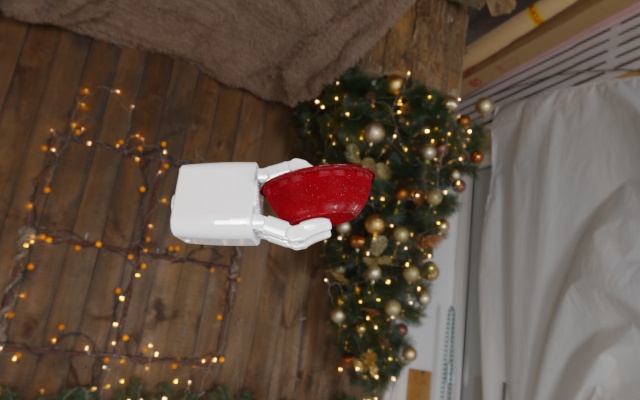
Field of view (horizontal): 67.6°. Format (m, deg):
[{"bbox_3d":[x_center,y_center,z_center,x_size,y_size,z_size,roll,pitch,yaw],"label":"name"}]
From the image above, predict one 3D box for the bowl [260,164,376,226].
[{"bbox_3d":[0.001,0.002,0.655,0.162,0.055,0.162,-8,-14,-2],"label":"bowl"}]
